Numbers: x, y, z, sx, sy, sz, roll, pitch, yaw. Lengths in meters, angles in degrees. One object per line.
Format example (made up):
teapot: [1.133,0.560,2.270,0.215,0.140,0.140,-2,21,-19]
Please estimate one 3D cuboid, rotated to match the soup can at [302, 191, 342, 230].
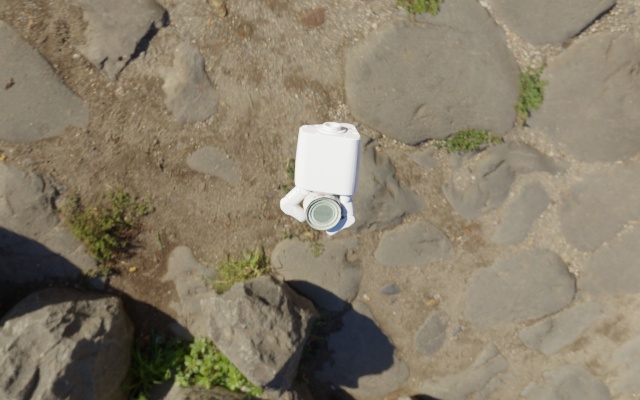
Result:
soup can: [0.000,0.004,0.896,0.068,0.068,0.102,0,26,-8]
